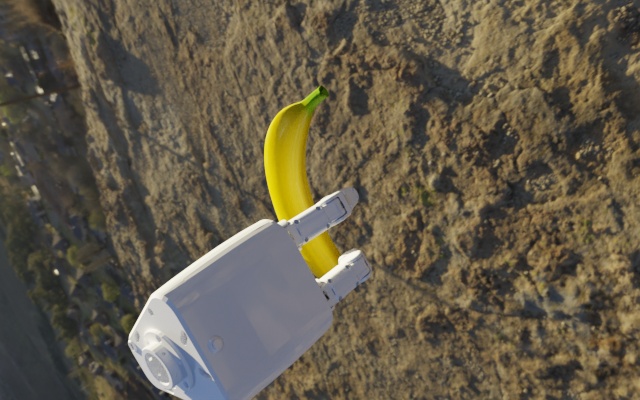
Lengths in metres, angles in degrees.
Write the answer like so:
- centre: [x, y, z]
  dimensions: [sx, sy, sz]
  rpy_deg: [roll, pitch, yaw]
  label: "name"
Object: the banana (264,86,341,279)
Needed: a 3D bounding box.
- centre: [-0.016, -0.003, 0.448]
  dimensions: [0.069, 0.198, 0.037]
  rpy_deg: [5, 24, 35]
  label: "banana"
